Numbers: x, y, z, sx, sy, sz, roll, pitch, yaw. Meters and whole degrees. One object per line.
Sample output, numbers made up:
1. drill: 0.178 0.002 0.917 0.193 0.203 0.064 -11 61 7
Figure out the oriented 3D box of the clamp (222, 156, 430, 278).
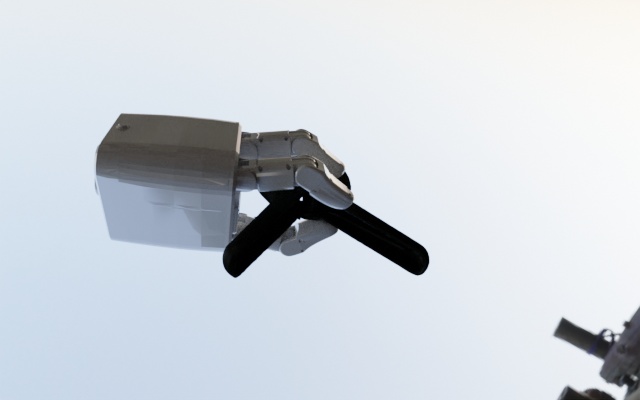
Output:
1. clamp: 0.000 0.002 0.440 0.164 0.036 0.209 6 31 -10
